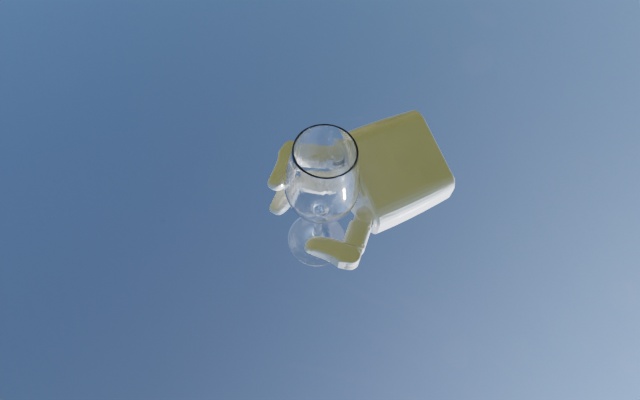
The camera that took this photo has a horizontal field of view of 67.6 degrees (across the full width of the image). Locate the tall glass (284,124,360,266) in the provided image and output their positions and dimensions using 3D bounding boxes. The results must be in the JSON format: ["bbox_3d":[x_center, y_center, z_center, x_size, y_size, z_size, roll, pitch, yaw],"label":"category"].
[{"bbox_3d":[0.000,0.002,0.524,0.079,0.079,0.201,0,-28,-3],"label":"tall glass"}]
